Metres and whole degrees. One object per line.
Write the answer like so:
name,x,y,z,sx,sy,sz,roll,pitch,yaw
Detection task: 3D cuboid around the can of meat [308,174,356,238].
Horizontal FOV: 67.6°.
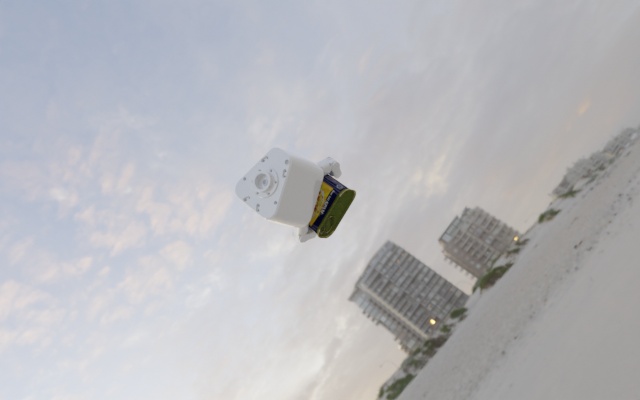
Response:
can of meat,0.000,0.003,0.857,0.084,0.102,0.057,36,13,26
